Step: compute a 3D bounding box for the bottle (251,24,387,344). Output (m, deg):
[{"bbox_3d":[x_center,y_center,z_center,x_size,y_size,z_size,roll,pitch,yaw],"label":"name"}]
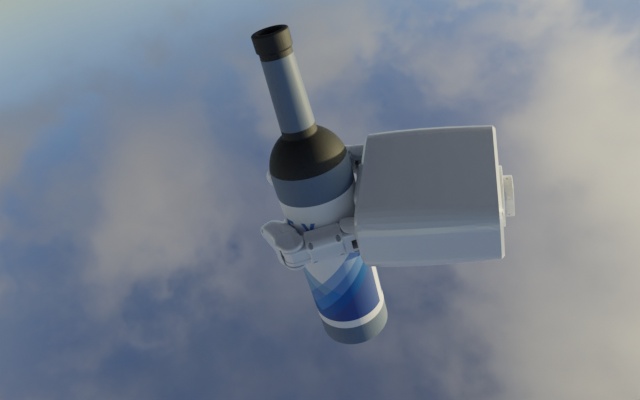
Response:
[{"bbox_3d":[0.000,0.002,0.410,0.069,0.296,0.069,-12,33,8],"label":"bottle"}]
